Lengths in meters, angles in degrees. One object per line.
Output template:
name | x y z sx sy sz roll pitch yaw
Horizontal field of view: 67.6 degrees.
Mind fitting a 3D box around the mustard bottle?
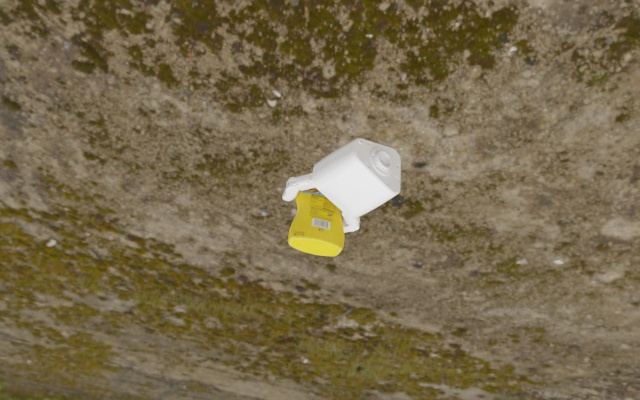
mustard bottle | 0.000 0.003 0.877 0.096 0.191 0.058 13 -33 -10
